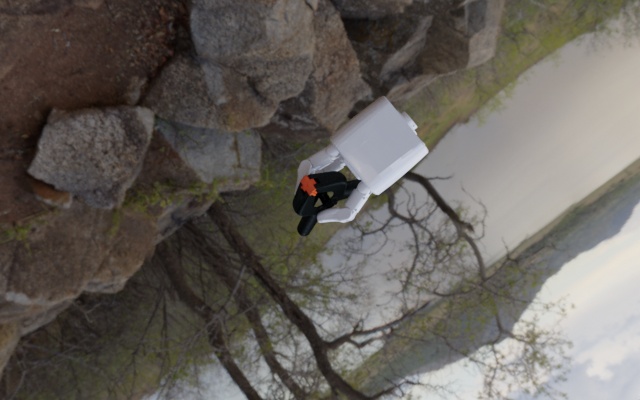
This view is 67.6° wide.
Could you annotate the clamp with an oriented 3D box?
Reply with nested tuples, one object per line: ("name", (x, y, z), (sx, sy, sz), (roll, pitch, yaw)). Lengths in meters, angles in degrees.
("clamp", (0.001, 0.003, 0.774), (0.164, 0.036, 0.210), (-38, -17, 12))
